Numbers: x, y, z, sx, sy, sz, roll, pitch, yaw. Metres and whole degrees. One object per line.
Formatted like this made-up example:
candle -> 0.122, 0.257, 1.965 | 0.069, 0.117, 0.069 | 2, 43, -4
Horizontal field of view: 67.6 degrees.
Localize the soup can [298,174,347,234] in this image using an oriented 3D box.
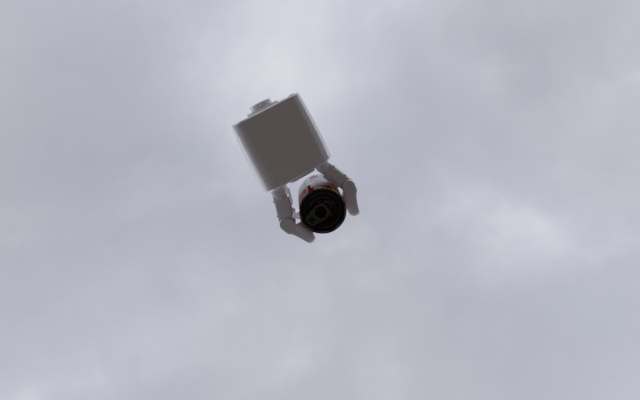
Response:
soup can -> 0.000, 0.003, 0.725 | 0.068, 0.068, 0.102 | 0, 15, -4
